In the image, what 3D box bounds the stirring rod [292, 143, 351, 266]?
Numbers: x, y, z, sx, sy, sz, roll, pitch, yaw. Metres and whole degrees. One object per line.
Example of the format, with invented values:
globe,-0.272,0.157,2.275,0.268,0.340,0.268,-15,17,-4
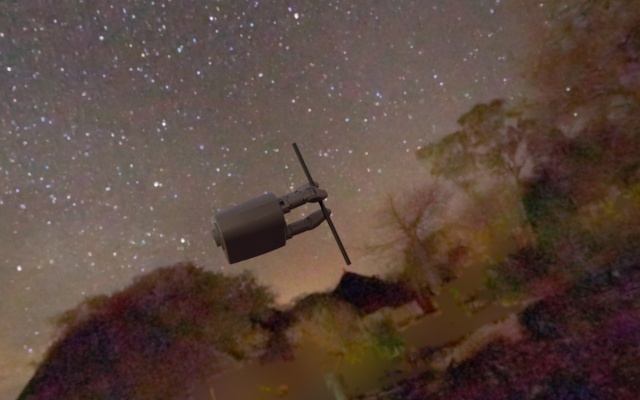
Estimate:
stirring rod,0.000,0.003,0.836,0.011,0.239,0.011,-23,-15,-6
